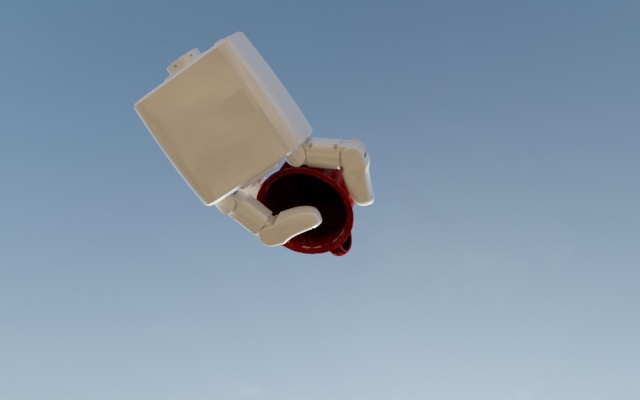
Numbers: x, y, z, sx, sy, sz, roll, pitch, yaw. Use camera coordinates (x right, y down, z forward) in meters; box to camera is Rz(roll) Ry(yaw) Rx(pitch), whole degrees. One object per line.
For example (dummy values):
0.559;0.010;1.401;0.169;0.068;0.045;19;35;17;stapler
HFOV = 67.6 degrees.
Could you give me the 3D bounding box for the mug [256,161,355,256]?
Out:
0.001;0.003;0.476;0.093;0.117;0.081;-24;21;26;mug
